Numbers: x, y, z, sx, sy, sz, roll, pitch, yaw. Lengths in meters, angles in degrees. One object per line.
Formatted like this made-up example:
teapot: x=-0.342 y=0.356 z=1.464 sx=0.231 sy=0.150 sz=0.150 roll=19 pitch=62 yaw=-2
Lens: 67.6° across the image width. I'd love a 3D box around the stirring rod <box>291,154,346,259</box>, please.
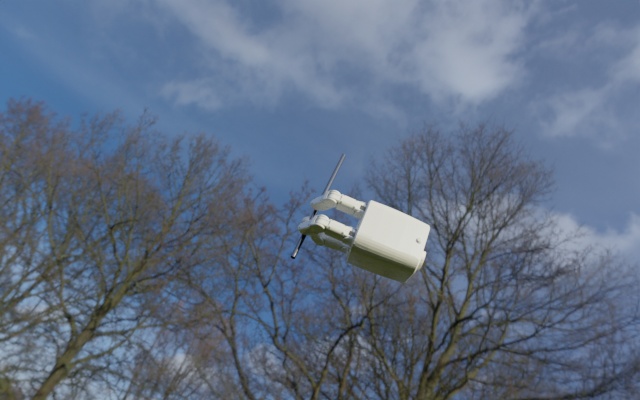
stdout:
stirring rod: x=0.000 y=0.003 z=0.819 sx=0.011 sy=0.239 sz=0.011 roll=17 pitch=-37 yaw=13
